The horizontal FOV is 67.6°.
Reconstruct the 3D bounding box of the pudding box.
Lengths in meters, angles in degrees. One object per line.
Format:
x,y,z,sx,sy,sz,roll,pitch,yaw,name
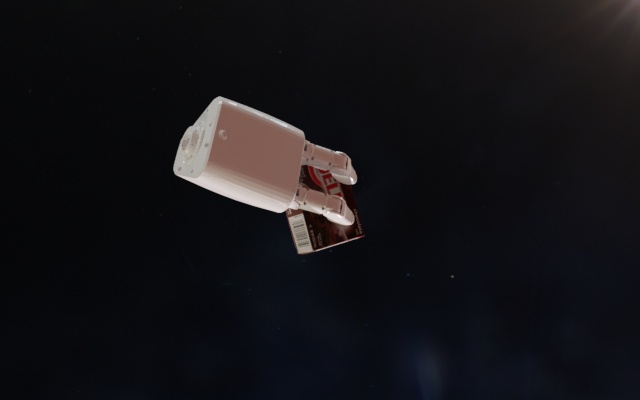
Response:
0.000,0.002,0.593,0.090,0.113,0.039,-13,-2,-40,pudding box
